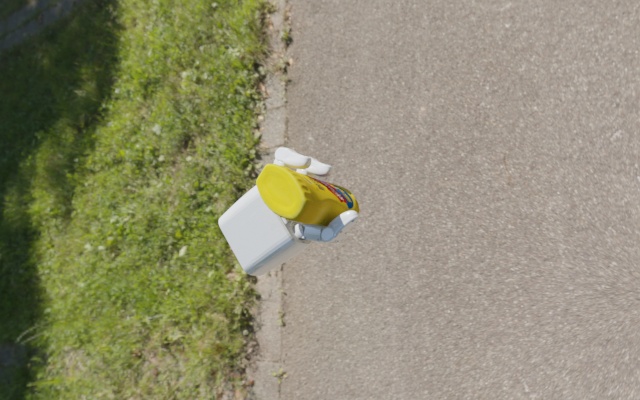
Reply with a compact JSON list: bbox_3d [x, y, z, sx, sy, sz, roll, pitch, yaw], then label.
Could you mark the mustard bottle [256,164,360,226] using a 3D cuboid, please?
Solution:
[{"bbox_3d":[0.000,0.002,0.696,0.096,0.058,0.192,41,15,34],"label":"mustard bottle"}]
